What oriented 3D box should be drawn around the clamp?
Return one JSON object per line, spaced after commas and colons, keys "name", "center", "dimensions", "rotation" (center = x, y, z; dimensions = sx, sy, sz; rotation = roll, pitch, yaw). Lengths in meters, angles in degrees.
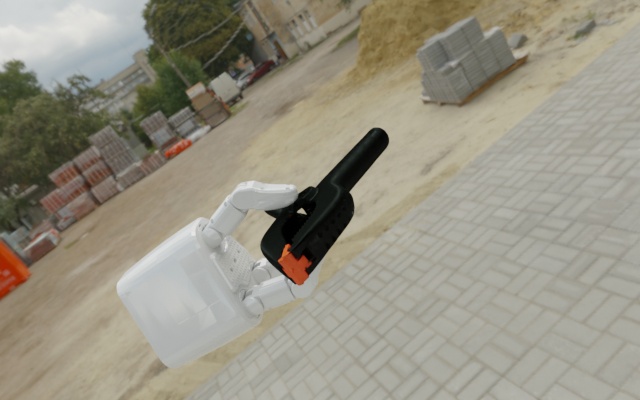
{"name": "clamp", "center": [-0.001, 0.001, 0.447], "dimensions": [0.164, 0.036, 0.210], "rotation": [-34, 17, 14]}
